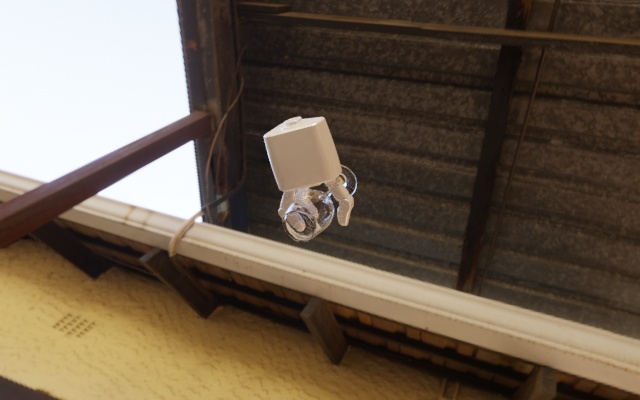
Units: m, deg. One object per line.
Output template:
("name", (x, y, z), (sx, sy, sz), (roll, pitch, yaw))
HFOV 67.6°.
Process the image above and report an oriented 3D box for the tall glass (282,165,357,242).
("tall glass", (0.001, 0.003, 0.896), (0.079, 0.079, 0.201), (0, 26, 26))
